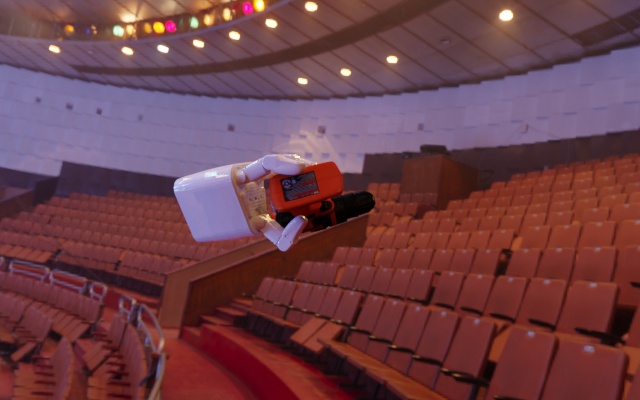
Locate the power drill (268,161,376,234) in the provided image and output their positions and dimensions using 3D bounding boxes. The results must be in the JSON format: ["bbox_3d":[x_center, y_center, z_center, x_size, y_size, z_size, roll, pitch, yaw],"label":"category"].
[{"bbox_3d":[0.000,0.002,0.751,0.184,0.057,0.188,-17,-19,-1],"label":"power drill"}]
